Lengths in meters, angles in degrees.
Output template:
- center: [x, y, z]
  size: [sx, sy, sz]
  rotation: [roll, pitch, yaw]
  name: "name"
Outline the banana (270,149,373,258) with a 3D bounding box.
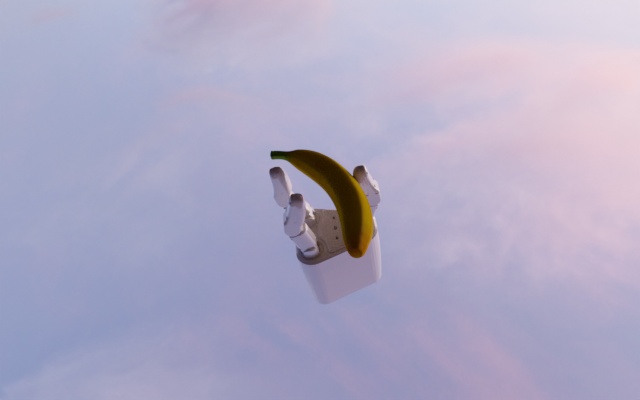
- center: [0.014, -0.008, 0.555]
  size: [0.069, 0.037, 0.197]
  rotation: [-26, 47, -17]
  name: "banana"
